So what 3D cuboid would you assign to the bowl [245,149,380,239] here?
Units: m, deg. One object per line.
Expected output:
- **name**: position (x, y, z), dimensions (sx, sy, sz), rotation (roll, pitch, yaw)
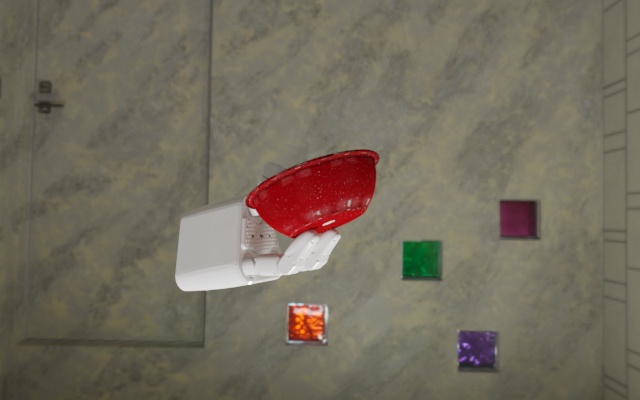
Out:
- **bowl**: position (0.001, 0.002, 0.540), dimensions (0.162, 0.055, 0.162), rotation (-19, -13, -5)
